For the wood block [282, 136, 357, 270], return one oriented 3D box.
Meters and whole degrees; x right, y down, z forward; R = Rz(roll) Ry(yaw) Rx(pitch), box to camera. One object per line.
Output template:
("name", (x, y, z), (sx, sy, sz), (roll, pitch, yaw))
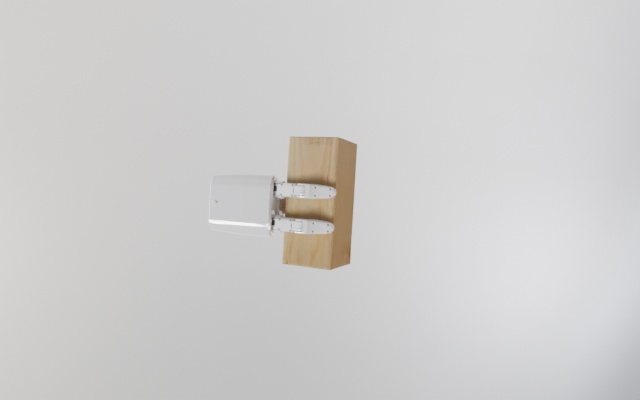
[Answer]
("wood block", (0.000, 0.003, 0.793), (0.090, 0.206, 0.091), (4, 1, 23))
